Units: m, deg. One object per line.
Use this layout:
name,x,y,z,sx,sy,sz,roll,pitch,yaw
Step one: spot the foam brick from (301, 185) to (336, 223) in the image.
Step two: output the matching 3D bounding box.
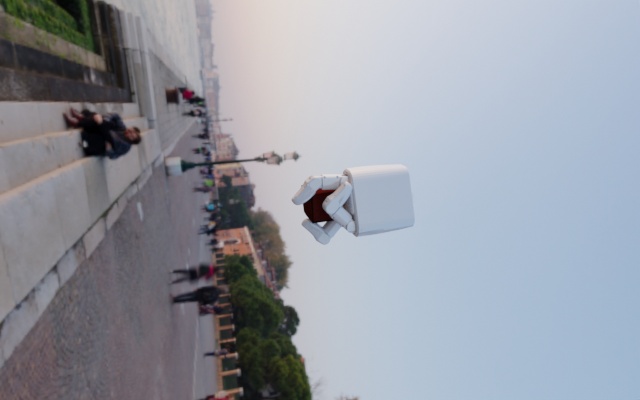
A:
foam brick,0.000,0.003,0.843,0.051,0.053,0.078,-8,17,-12
